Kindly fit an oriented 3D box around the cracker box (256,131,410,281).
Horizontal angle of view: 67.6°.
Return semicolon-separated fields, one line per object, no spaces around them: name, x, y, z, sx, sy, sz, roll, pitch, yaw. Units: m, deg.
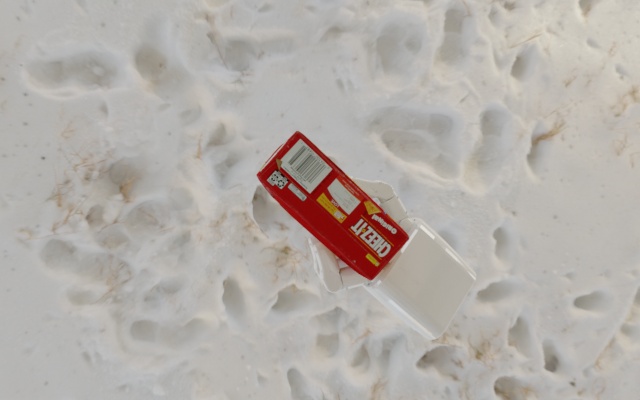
cracker box;0.000;0.002;0.586;0.164;0.072;0.213;43;-3;-8
